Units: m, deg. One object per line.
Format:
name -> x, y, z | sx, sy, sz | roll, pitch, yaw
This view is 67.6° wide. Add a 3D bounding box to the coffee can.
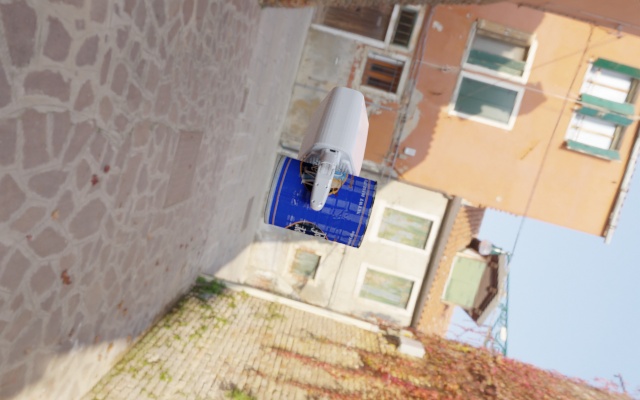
coffee can -> 0.000, 0.002, 0.686 | 0.140, 0.103, 0.103 | 15, 0, 0
